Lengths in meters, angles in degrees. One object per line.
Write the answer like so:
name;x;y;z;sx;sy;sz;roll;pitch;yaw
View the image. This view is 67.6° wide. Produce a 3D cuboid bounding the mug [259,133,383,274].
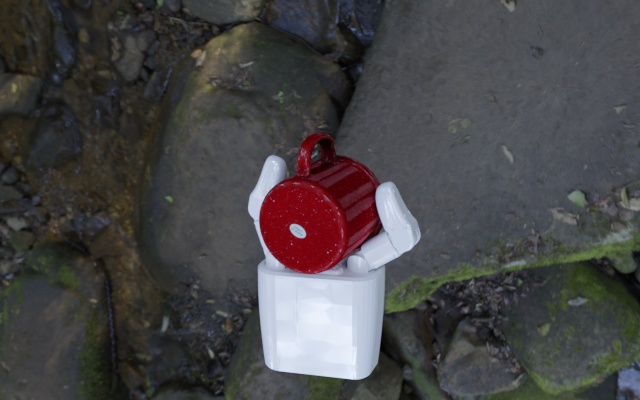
mug;0.000;0.000;0.411;0.093;0.117;0.081;5;17;25
